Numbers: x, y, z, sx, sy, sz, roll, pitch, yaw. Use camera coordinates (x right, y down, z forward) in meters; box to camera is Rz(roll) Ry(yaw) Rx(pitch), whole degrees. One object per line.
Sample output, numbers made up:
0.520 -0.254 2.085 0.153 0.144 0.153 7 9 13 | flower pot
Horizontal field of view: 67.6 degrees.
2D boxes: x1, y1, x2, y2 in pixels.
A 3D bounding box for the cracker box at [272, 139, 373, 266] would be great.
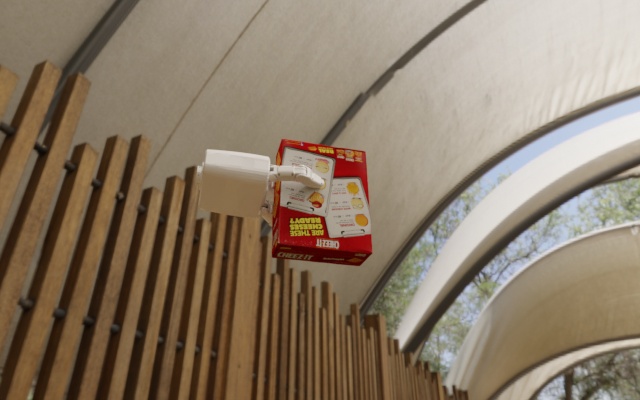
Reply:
0.000 0.003 0.856 0.164 0.213 0.072 7 -31 -13 | cracker box
